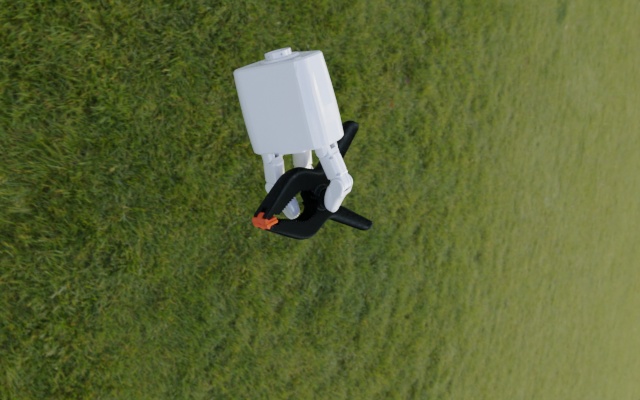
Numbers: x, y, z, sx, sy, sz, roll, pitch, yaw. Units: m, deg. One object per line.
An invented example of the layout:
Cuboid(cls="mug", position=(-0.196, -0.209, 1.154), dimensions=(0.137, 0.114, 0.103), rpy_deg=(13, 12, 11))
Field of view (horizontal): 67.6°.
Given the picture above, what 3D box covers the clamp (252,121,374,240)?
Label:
Cuboid(cls="clamp", position=(0.000, 0.002, 0.642), dimensions=(0.036, 0.165, 0.210), rpy_deg=(5, 29, 44))
